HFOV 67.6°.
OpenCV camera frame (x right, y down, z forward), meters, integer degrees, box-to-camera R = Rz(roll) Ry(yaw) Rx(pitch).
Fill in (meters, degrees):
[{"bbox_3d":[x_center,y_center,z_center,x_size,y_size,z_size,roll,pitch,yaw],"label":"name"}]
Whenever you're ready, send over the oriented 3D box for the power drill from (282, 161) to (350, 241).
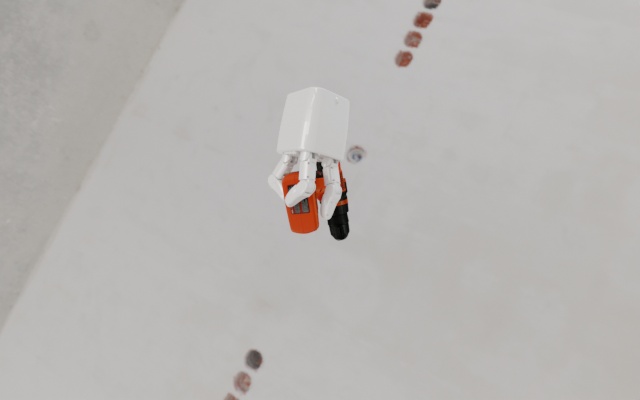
[{"bbox_3d":[0.000,0.003,0.882,0.057,0.184,0.187,-8,8,22],"label":"power drill"}]
